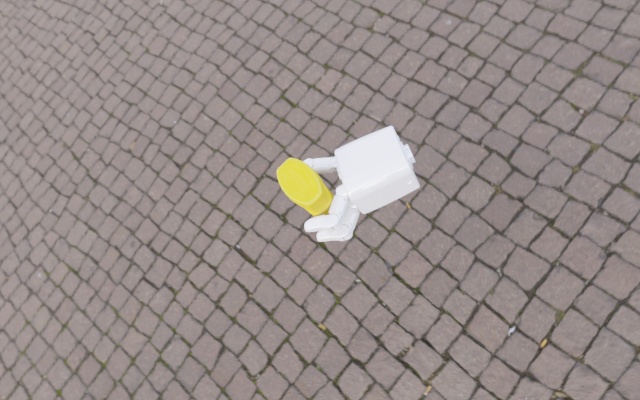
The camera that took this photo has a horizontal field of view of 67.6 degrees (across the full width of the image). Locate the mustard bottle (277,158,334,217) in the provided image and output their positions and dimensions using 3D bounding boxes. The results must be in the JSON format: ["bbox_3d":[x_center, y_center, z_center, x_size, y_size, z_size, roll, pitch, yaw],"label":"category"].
[{"bbox_3d":[0.000,0.003,0.814,0.096,0.058,0.192,45,0,31],"label":"mustard bottle"}]
